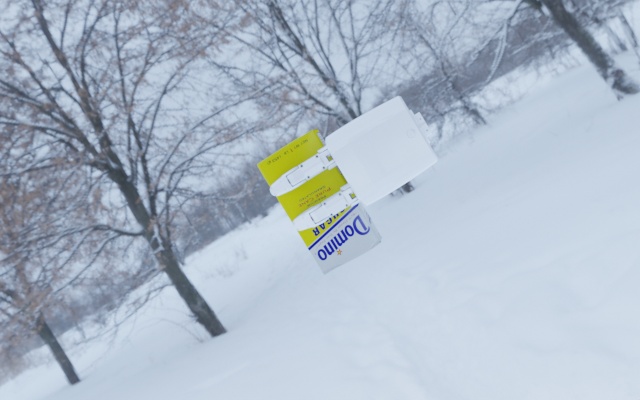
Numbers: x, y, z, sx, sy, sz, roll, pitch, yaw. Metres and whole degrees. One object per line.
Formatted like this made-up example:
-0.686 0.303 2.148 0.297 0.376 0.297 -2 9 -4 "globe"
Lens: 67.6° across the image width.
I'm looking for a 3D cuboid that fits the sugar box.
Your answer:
0.000 0.002 0.647 0.093 0.176 0.048 -31 2 11 "sugar box"
